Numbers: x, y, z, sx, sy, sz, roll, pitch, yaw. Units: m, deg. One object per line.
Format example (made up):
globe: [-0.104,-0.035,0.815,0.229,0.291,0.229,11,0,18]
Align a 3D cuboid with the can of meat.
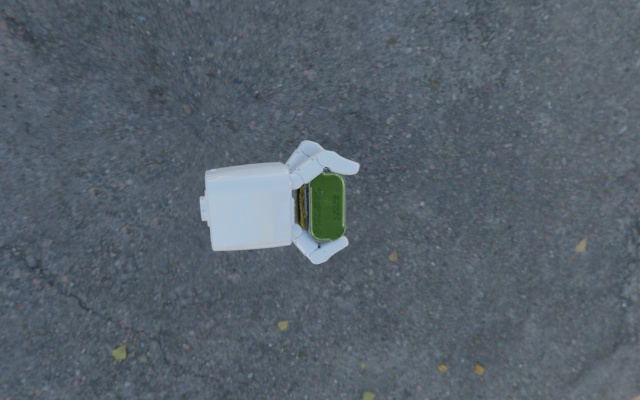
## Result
can of meat: [0.000,0.002,0.676,0.057,0.102,0.084,-3,10,-12]
